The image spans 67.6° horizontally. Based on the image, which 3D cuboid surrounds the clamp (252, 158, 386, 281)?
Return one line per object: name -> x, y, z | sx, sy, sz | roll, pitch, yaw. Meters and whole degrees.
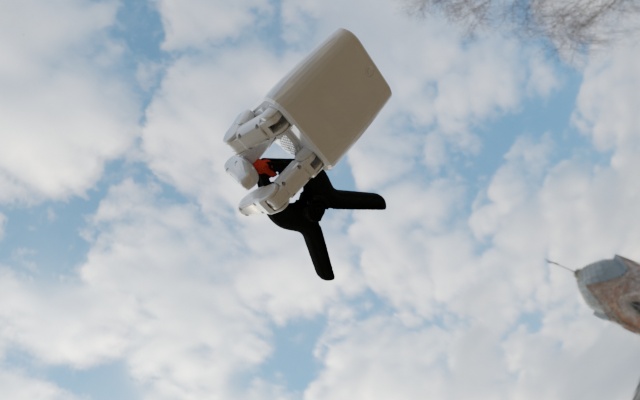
clamp -> 0.000, 0.002, 0.533 | 0.039, 0.120, 0.171 | 23, -22, 53
